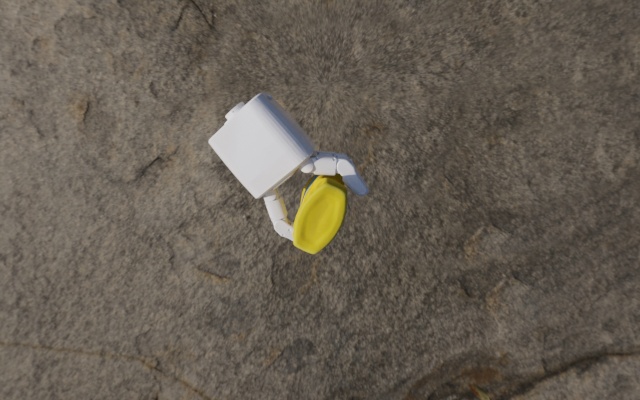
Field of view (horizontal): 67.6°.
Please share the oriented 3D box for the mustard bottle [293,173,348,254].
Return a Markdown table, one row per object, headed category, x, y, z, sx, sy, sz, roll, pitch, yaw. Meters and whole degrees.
| category | x | y | z | sx | sy | sz | roll | pitch | yaw |
| --- | --- | --- | --- | --- | --- | --- | --- | --- | --- |
| mustard bottle | 0.000 | 0.003 | 0.686 | 0.058 | 0.096 | 0.191 | 24 | 13 | -5 |
